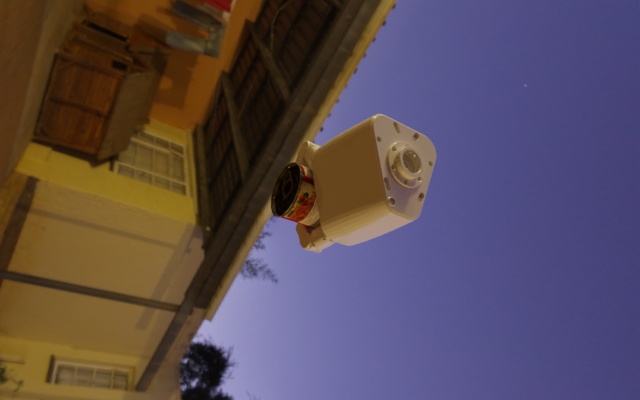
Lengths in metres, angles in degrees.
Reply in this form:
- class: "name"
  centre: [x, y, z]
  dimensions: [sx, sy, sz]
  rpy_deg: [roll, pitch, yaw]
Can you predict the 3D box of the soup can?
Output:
- class: "soup can"
  centre: [0.000, 0.002, 0.584]
  dimensions: [0.102, 0.068, 0.068]
  rpy_deg: [20, -10, -29]
